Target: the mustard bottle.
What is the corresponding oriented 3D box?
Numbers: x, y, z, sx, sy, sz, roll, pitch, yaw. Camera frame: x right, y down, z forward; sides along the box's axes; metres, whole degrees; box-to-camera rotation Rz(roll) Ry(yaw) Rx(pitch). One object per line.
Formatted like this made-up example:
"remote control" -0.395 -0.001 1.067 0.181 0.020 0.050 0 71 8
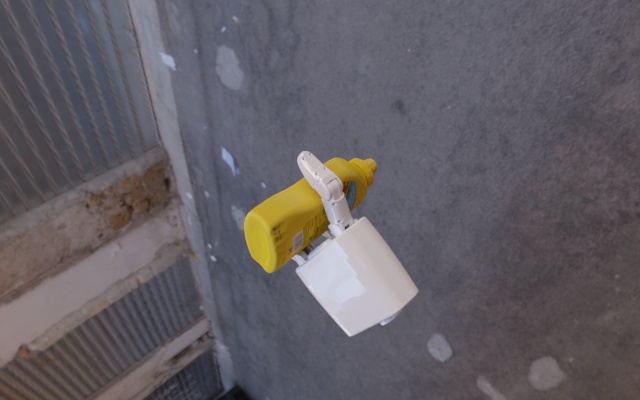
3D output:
"mustard bottle" 0.000 0.002 0.572 0.191 0.096 0.058 -35 60 -29
